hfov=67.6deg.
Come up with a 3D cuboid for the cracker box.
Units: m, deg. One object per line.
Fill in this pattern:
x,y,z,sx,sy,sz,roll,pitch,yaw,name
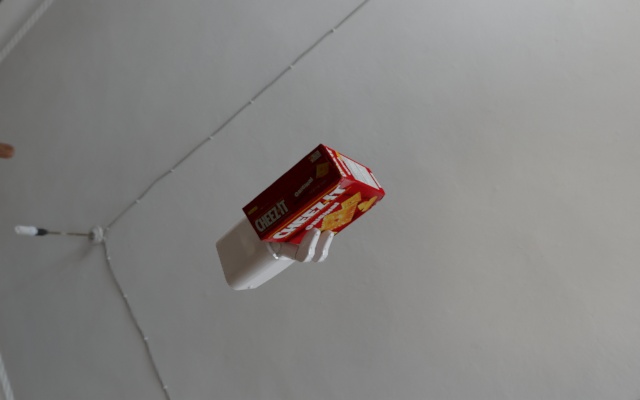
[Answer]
0.000,0.002,0.792,0.164,0.072,0.214,-39,-20,16,cracker box
